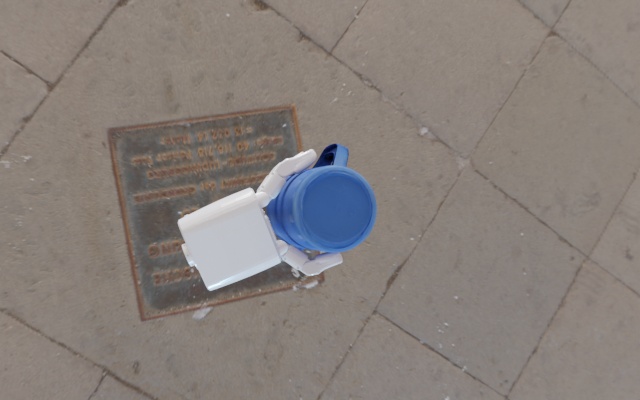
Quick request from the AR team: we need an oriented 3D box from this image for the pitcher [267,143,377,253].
[{"bbox_3d":[0.000,0.002,0.695,0.145,0.149,0.243,-23,3,-11],"label":"pitcher"}]
